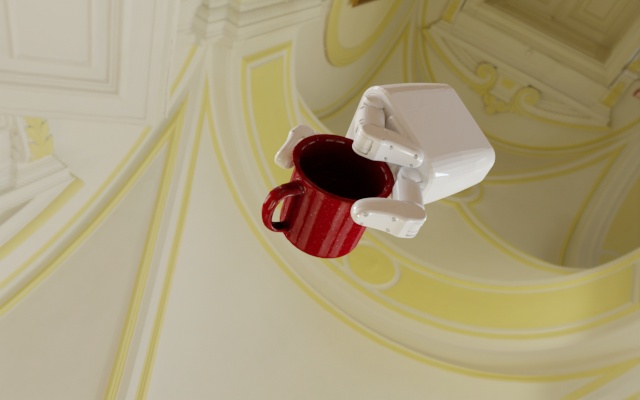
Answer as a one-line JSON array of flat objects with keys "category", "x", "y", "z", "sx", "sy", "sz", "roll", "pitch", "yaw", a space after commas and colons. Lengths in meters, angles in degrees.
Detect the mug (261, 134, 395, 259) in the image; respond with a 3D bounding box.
[{"category": "mug", "x": -0.001, "y": 0.002, "z": 0.432, "sx": 0.117, "sy": 0.082, "sz": 0.093, "roll": -14, "pitch": 52, "yaw": -35}]
